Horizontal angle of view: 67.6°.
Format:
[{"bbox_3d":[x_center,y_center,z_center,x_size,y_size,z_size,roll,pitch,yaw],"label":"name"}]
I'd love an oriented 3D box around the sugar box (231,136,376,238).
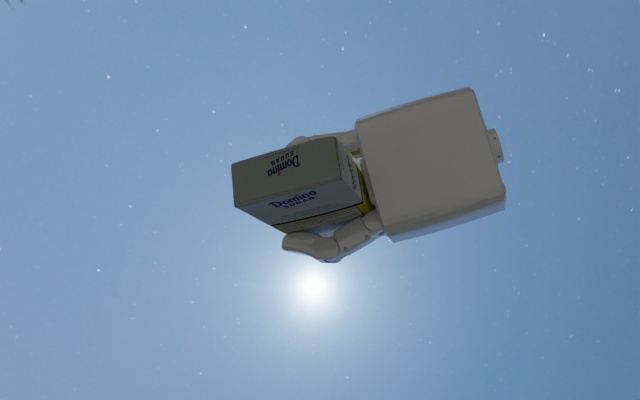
[{"bbox_3d":[0.000,0.001,0.446,0.093,0.048,0.176,-14,-23,15],"label":"sugar box"}]
